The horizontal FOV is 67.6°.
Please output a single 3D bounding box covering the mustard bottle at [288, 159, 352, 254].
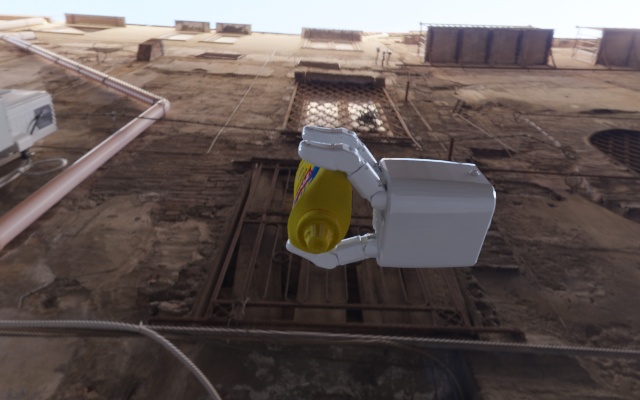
[{"bbox_3d":[0.000,0.001,0.504,0.058,0.096,0.191,24,22,-9],"label":"mustard bottle"}]
